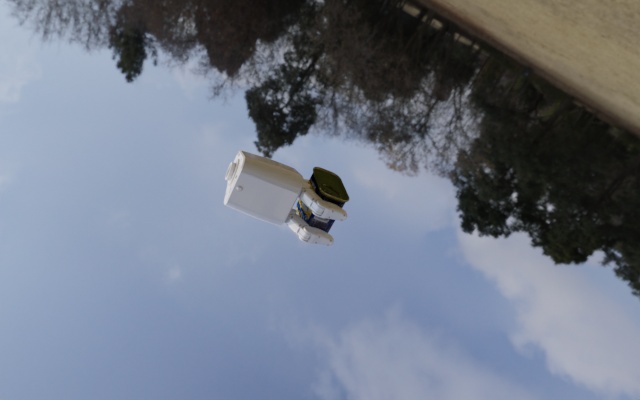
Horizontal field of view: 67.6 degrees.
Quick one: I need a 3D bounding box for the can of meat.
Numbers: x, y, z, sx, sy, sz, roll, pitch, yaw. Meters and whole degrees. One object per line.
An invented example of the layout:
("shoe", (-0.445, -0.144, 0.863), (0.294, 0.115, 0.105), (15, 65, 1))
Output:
("can of meat", (0.000, 0.003, 0.843), (0.057, 0.084, 0.102), (19, 25, -22))
